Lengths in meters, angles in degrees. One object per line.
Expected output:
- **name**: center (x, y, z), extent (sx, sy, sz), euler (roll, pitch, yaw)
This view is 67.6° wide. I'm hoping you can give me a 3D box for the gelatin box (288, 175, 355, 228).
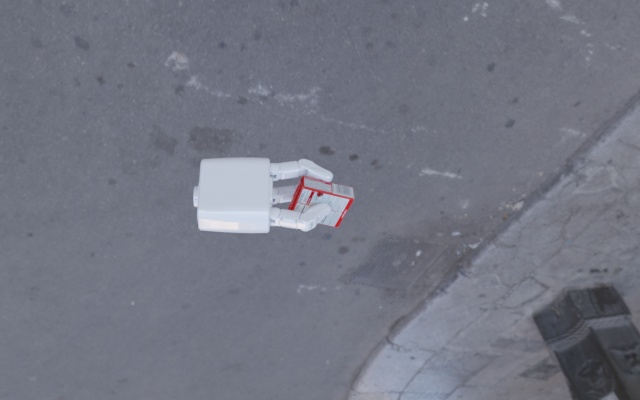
- **gelatin box**: center (0.000, 0.003, 0.764), extent (0.089, 0.030, 0.073), euler (13, -46, -14)
